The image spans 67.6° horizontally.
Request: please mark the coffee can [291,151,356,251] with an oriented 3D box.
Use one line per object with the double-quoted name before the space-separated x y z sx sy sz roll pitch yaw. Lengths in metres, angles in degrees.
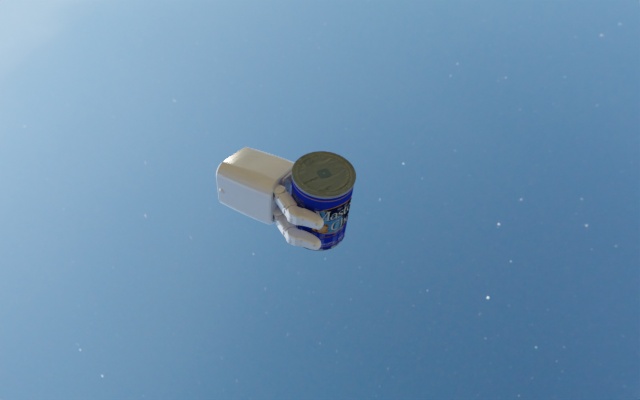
"coffee can" 0.000 0.003 0.805 0.103 0.102 0.140 0 -42 -6
